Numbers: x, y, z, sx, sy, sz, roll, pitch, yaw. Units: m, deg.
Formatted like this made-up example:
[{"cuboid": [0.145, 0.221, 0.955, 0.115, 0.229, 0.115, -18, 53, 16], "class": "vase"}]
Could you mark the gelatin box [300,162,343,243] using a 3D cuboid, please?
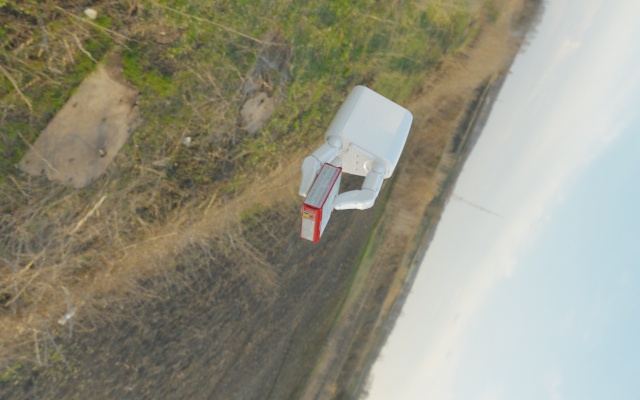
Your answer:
[{"cuboid": [0.000, 0.003, 0.670, 0.030, 0.089, 0.073, 18, -40, 10], "class": "gelatin box"}]
